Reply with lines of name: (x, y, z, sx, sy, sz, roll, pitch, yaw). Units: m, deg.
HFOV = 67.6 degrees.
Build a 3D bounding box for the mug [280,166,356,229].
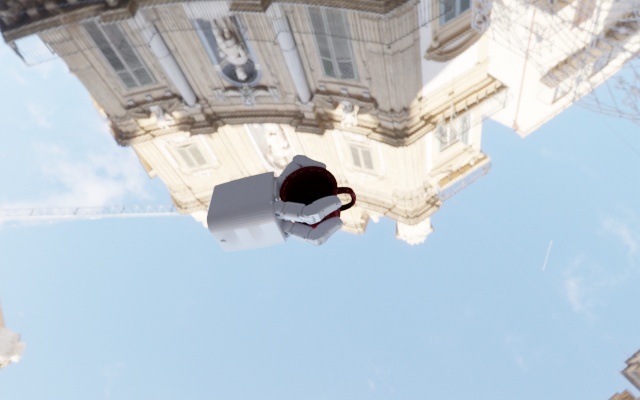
mug: (0.002, 0.002, 0.775, 0.117, 0.093, 0.082, -10, -36, 6)
